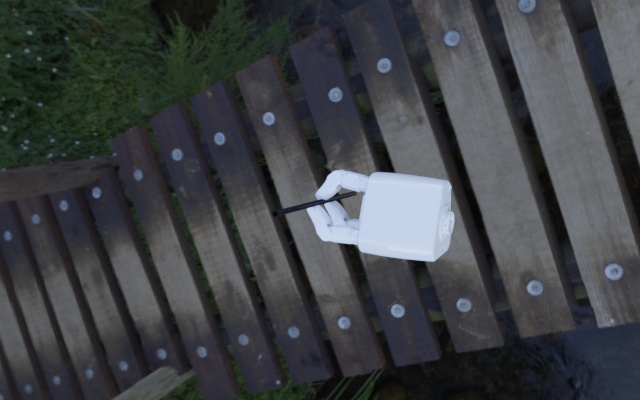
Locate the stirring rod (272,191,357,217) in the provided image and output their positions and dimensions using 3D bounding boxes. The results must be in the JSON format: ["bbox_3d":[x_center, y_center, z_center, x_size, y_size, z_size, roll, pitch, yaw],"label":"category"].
[{"bbox_3d":[0.000,0.002,0.711,0.011,0.011,0.239,0,7,29],"label":"stirring rod"}]
